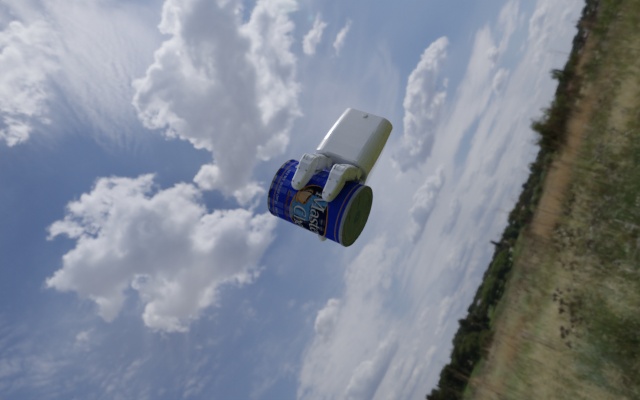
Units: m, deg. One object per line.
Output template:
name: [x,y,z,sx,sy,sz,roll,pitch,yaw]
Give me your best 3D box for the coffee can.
coffee can: [0.000,0.003,0.777,0.140,0.103,0.103,22,9,23]
